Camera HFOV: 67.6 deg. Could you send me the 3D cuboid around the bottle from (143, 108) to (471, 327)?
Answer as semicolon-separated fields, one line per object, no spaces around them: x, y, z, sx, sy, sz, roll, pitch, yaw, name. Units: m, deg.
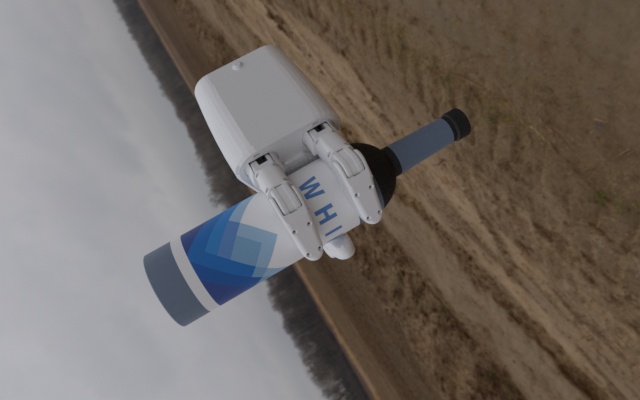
0.000;0.002;0.408;0.295;0.069;0.069;-30;4;-8;bottle
